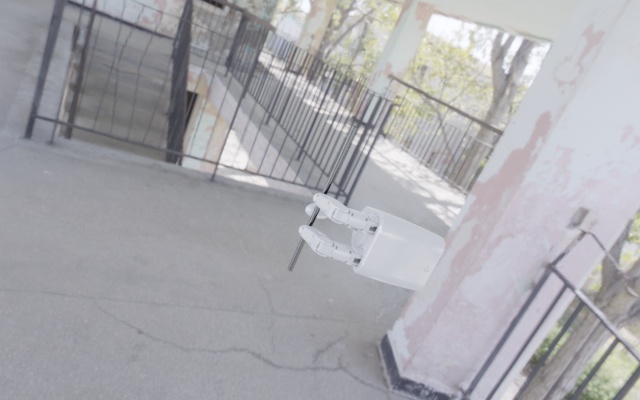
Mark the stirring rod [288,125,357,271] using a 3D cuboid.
[{"bbox_3d":[0.000,0.002,0.695,0.011,0.239,0.011,22,18,-8],"label":"stirring rod"}]
